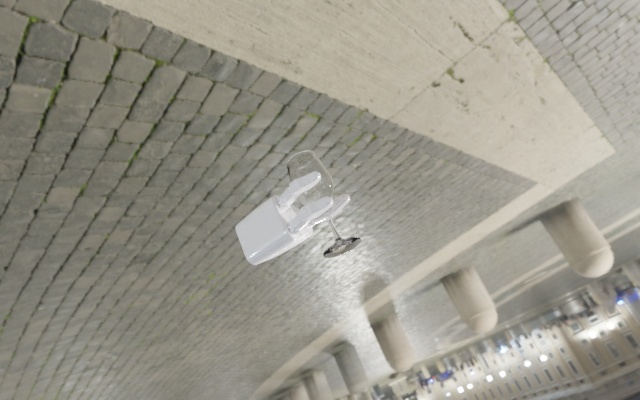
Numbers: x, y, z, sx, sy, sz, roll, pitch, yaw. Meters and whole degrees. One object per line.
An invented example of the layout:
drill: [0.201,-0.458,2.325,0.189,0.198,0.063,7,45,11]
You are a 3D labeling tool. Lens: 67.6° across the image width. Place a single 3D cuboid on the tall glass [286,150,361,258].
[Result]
tall glass: [0.001,0.003,0.896,0.079,0.201,0.079,-20,-24,-10]
